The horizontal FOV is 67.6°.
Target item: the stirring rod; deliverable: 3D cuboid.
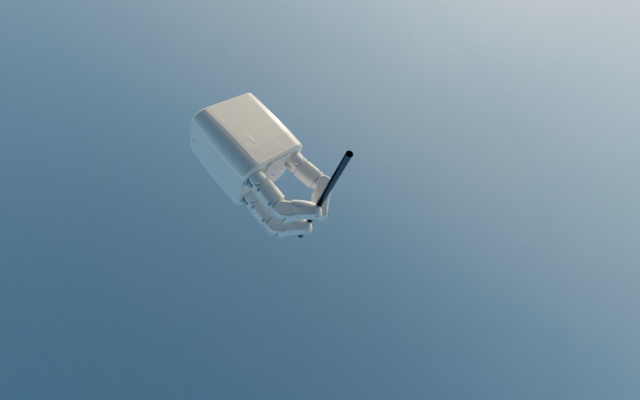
[{"bbox_3d":[0.000,0.002,0.583,0.011,0.011,0.240,0,-24,-15],"label":"stirring rod"}]
